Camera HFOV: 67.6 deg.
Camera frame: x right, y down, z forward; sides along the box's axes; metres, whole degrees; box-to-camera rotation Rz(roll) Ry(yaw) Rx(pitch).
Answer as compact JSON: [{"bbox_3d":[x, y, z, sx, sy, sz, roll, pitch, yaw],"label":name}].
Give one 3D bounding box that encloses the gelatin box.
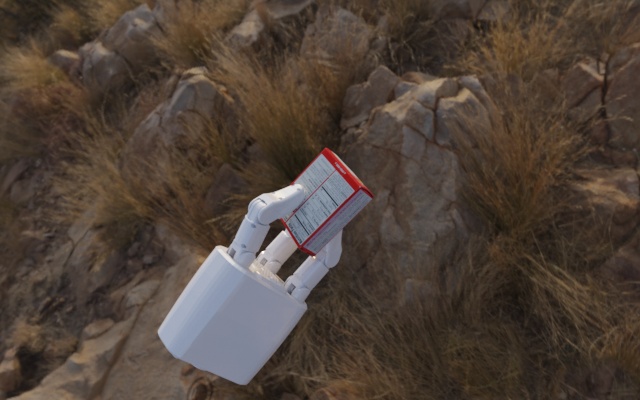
[{"bbox_3d":[0.000,0.001,0.490,0.030,0.089,0.073,34,13,-46],"label":"gelatin box"}]
